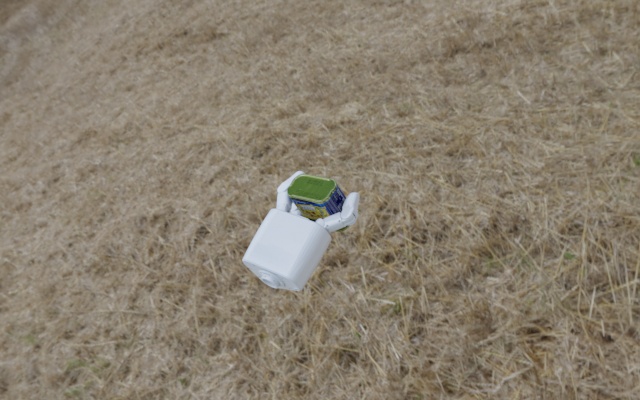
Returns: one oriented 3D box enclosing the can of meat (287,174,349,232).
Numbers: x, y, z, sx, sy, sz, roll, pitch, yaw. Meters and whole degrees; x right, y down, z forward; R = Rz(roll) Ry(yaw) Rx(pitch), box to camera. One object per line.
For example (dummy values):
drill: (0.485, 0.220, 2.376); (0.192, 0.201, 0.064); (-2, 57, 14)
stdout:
can of meat: (0.000, 0.003, 0.839); (0.102, 0.057, 0.084); (12, -30, 39)
